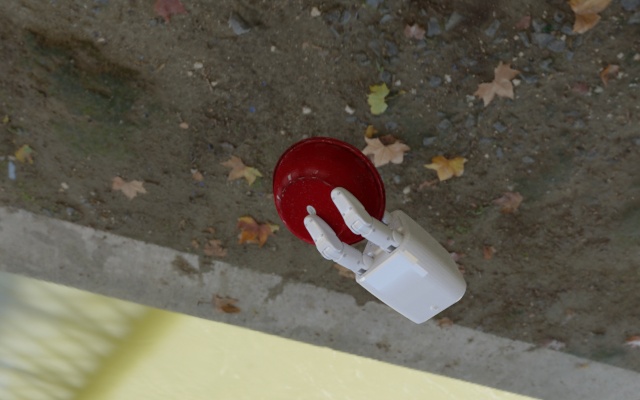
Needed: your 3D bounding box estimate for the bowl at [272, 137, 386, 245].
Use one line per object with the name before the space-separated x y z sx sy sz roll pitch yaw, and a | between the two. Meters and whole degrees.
bowl | -0.001 0.002 0.620 0.162 0.162 0.055 0 25 23
